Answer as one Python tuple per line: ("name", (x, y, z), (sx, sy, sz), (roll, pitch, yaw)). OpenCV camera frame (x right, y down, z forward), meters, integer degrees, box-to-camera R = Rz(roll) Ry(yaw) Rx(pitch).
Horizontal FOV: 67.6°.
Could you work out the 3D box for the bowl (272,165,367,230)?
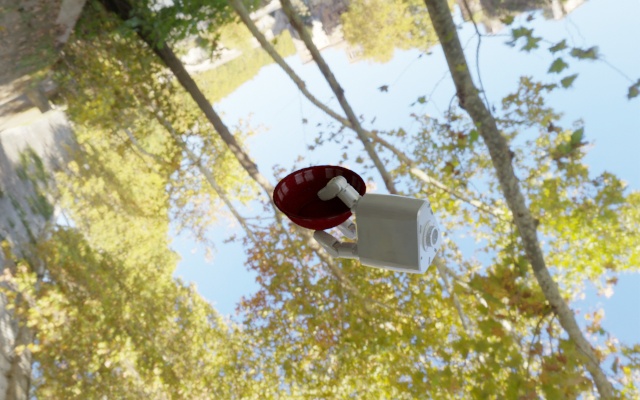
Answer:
("bowl", (-0.001, 0.003, 0.833), (0.162, 0.055, 0.162), (-4, 37, 3))
